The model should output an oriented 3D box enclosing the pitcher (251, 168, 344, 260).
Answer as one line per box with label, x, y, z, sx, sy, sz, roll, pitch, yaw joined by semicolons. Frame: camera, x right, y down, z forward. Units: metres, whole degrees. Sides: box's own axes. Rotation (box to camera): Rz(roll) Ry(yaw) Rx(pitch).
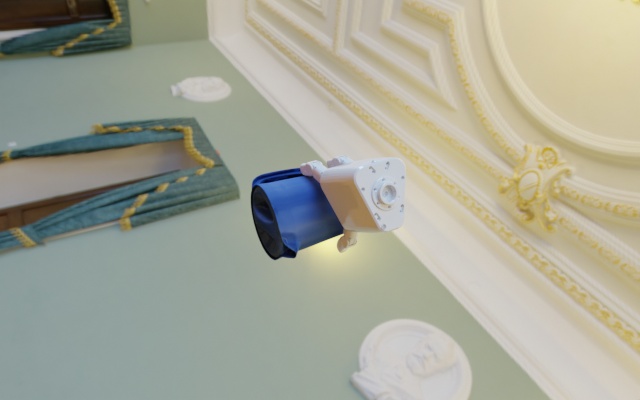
pitcher;0.000;0.003;0.865;0.243;0.149;0.145;-15;4;-25
